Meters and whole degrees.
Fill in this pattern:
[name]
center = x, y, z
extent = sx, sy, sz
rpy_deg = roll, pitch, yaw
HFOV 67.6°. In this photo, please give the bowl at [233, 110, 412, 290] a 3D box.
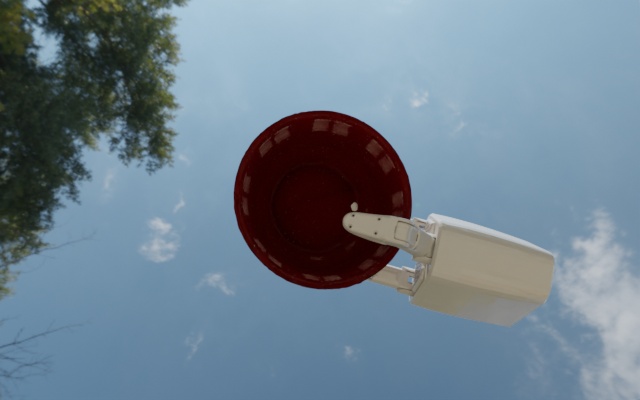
[bowl]
center = -0.001, 0.001, 0.446
extent = 0.162, 0.162, 0.055
rpy_deg = 0, -10, -11
